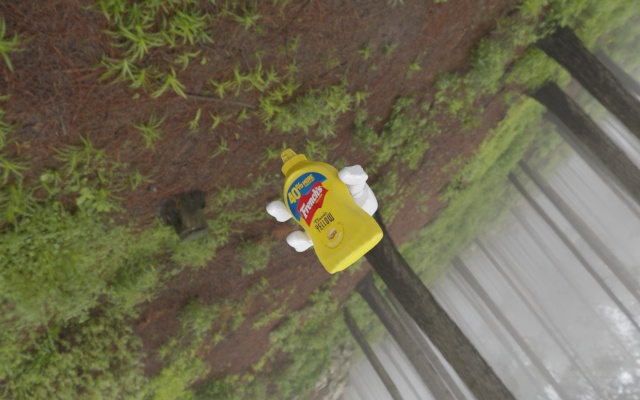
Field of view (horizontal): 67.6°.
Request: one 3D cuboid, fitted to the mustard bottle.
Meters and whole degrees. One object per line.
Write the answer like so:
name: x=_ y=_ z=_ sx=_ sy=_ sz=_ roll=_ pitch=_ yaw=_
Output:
mustard bottle: x=0.000 y=0.002 z=0.694 sx=0.096 sy=0.191 sz=0.058 roll=-44 pitch=-19 yaw=28
